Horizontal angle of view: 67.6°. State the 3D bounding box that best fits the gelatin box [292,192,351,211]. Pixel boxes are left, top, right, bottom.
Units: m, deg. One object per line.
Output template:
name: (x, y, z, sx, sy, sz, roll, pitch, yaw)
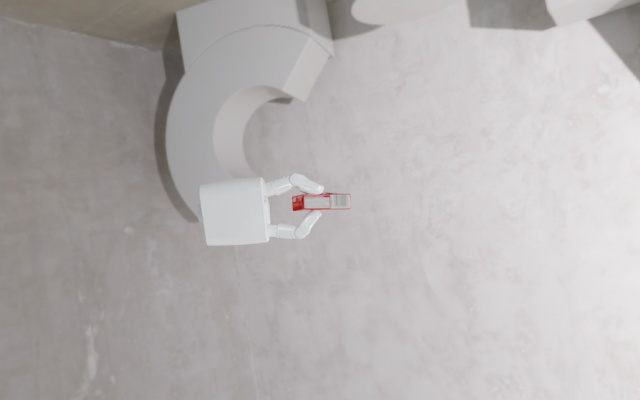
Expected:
gelatin box: (0.000, 0.003, 0.846, 0.089, 0.030, 0.073, 0, -2, -17)
